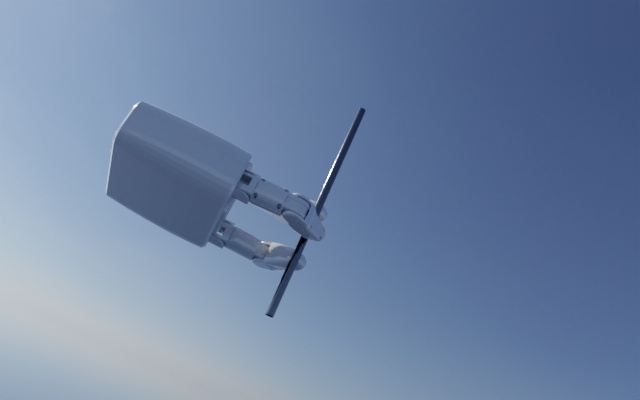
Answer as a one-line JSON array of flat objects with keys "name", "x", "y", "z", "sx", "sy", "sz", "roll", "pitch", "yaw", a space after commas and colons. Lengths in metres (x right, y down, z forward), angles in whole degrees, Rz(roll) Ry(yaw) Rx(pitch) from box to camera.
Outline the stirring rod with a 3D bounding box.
[{"name": "stirring rod", "x": 0.000, "y": 0.002, "z": 0.468, "sx": 0.011, "sy": 0.239, "sz": 0.011, "roll": 20, "pitch": -25, "yaw": 10}]
